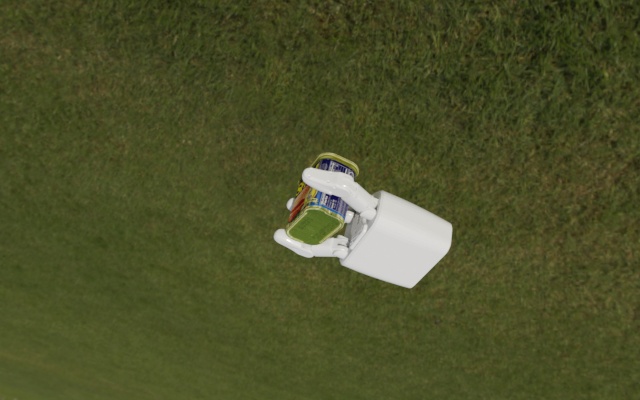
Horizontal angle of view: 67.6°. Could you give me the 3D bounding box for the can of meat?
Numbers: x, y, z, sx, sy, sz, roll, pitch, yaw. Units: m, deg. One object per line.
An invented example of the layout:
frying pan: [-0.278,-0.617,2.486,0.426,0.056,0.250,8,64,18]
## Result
can of meat: [0.000,0.002,0.615,0.057,0.084,0.102,24,-33,-15]
